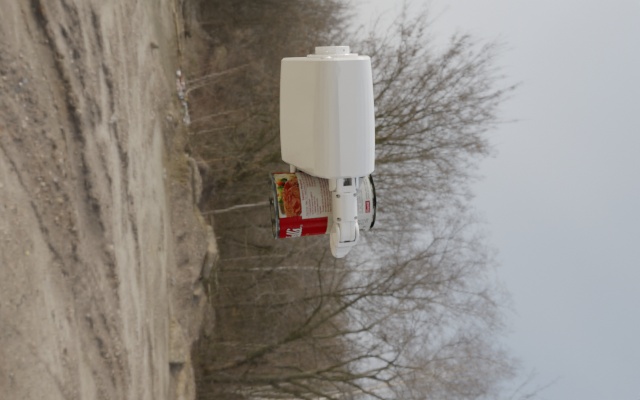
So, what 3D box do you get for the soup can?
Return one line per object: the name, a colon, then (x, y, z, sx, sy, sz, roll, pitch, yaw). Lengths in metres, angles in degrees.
soup can: (0.000, 0.002, 0.496, 0.102, 0.068, 0.068, -5, 1, -10)
